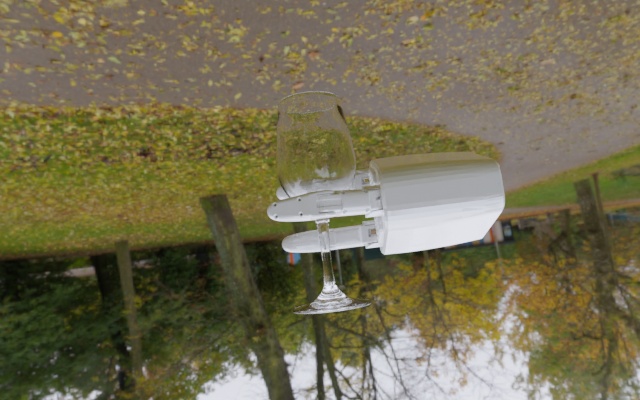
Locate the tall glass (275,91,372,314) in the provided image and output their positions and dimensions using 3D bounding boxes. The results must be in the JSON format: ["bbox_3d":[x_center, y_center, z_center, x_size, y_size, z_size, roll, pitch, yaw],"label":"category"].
[{"bbox_3d":[0.000,0.002,0.458,0.079,0.201,0.079,-7,-6,-1],"label":"tall glass"}]
